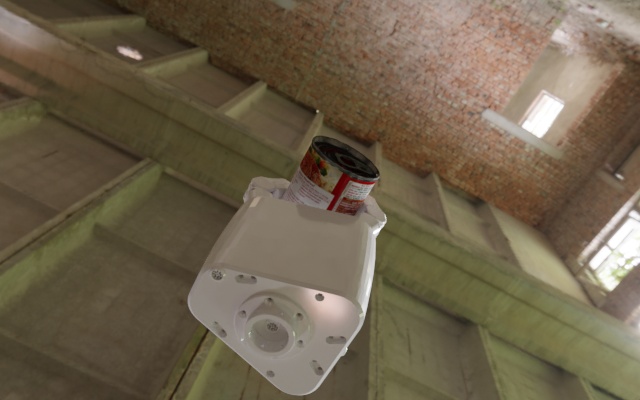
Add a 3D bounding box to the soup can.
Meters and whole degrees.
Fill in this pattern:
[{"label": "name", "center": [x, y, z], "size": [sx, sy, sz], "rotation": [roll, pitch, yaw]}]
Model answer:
[{"label": "soup can", "center": [0.000, 0.001, 0.440], "size": [0.068, 0.102, 0.068], "rotation": [25, 24, -12]}]
